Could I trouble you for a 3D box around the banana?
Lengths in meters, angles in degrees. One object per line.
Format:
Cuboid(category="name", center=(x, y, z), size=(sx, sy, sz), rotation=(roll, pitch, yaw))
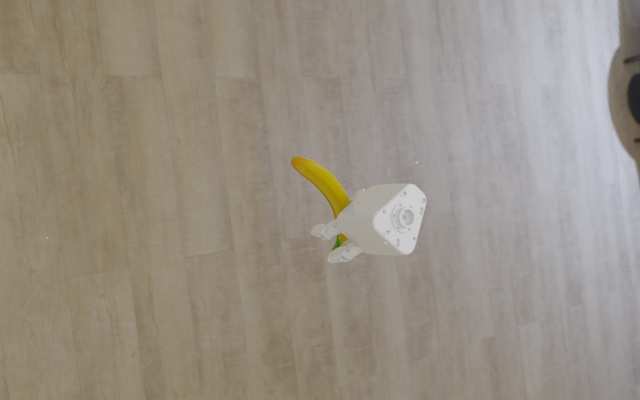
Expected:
Cuboid(category="banana", center=(0.016, -0.003, 0.879), size=(0.069, 0.198, 0.037), rotation=(-31, 13, -24))
